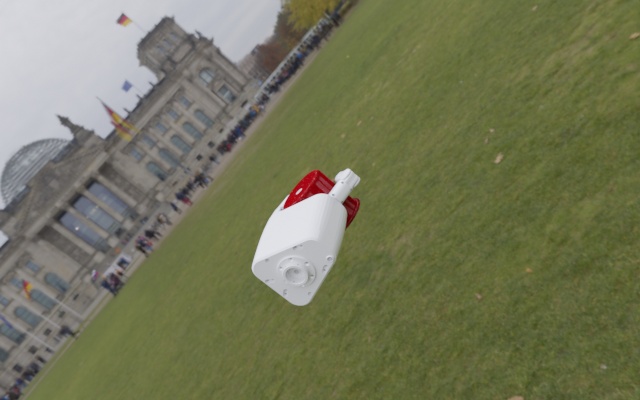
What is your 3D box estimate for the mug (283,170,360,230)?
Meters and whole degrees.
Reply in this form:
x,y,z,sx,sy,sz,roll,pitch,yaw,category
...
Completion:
x,y,z,sx,sy,sz,roll,pitch,yaw,category
0.000,0.001,0.728,0.093,0.081,0.117,-43,16,26,mug
